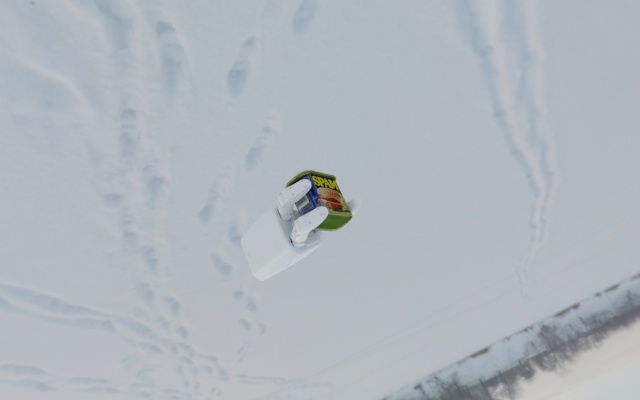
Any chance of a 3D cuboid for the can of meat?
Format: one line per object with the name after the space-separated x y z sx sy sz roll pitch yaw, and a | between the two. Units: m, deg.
0.000 0.003 0.806 0.057 0.084 0.102 -38 -26 27 | can of meat
